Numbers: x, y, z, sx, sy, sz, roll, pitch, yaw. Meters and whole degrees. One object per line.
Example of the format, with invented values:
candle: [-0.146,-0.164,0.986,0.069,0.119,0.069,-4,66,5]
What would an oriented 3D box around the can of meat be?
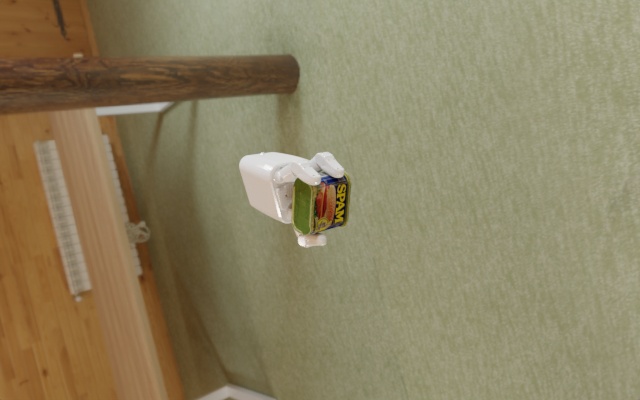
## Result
can of meat: [0.000,0.003,0.802,0.084,0.102,0.057,-13,26,-39]
